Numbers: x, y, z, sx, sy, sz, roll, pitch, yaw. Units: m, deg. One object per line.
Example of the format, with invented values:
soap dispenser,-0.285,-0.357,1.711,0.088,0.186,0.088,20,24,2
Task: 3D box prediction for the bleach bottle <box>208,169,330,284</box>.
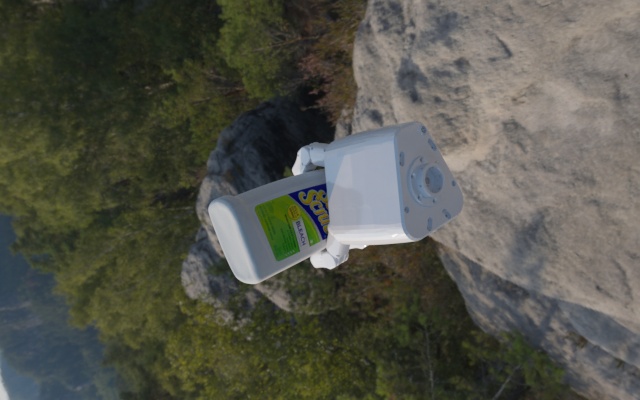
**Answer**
bleach bottle,0.000,0.002,0.572,0.250,0.102,0.068,-26,11,-34
